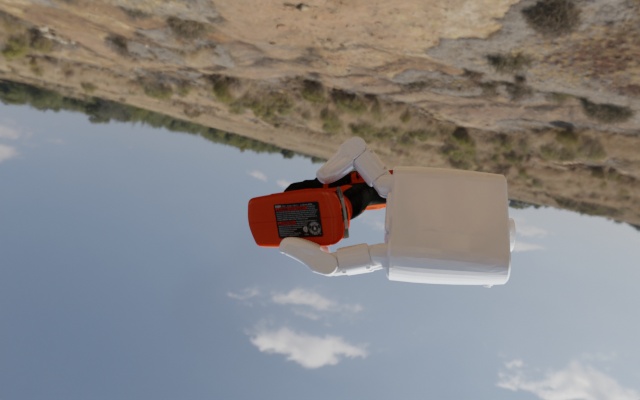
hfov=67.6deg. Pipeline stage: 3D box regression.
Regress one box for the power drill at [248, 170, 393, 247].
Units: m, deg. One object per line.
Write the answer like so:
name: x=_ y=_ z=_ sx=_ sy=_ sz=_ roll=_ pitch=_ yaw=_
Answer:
power drill: x=0.000 y=0.002 z=0.550 sx=0.184 sy=0.057 sz=0.187 roll=-7 pitch=9 yaw=29
